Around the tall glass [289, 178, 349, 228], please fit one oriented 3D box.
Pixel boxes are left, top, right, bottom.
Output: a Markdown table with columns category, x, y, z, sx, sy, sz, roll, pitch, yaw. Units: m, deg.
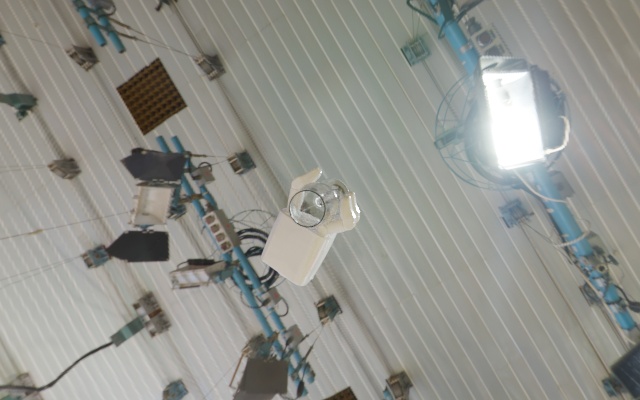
| category | x | y | z | sx | sy | sz | roll | pitch | yaw |
| --- | --- | --- | --- | --- | --- | --- | --- | --- | --- |
| tall glass | 0.000 | 0.003 | 0.867 | 0.079 | 0.079 | 0.201 | 0 | 6 | 13 |
